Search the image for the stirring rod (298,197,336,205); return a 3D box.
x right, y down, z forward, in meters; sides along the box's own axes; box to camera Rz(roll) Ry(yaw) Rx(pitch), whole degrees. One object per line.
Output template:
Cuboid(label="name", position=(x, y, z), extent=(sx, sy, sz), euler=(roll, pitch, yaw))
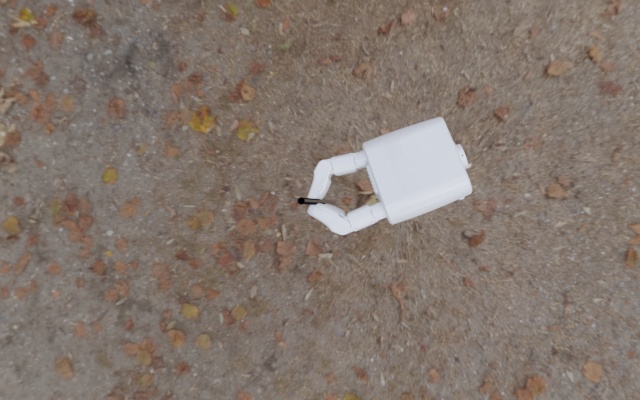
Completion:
Cuboid(label="stirring rod", position=(0.000, 0.002, 0.635), extent=(0.011, 0.011, 0.239), euler=(0, -1, 10))
